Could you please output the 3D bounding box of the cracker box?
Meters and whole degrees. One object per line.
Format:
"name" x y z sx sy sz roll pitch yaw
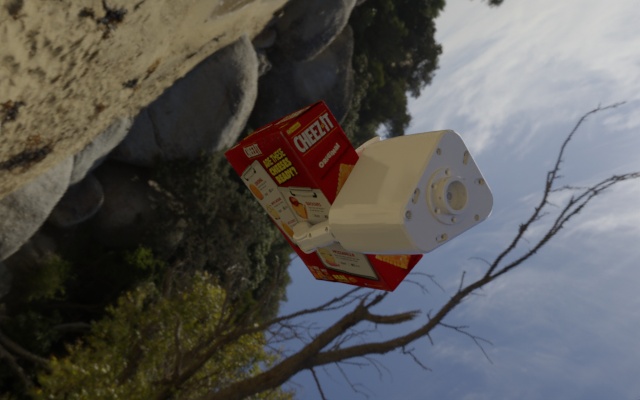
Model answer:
"cracker box" 0.000 0.002 0.567 0.072 0.214 0.164 -42 18 -26
